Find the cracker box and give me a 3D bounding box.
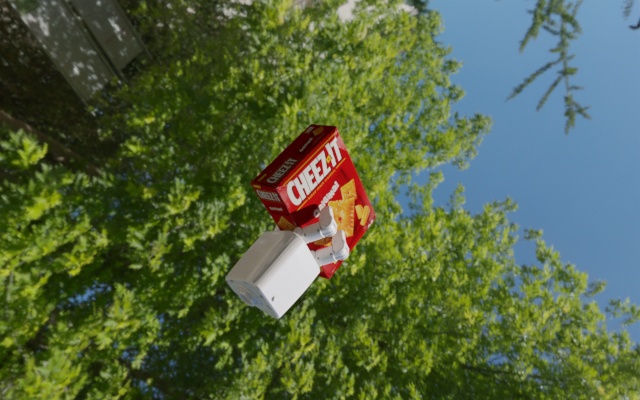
[{"bbox_3d":[0.000,0.003,0.824,0.072,0.214,0.164,11,49,43],"label":"cracker box"}]
